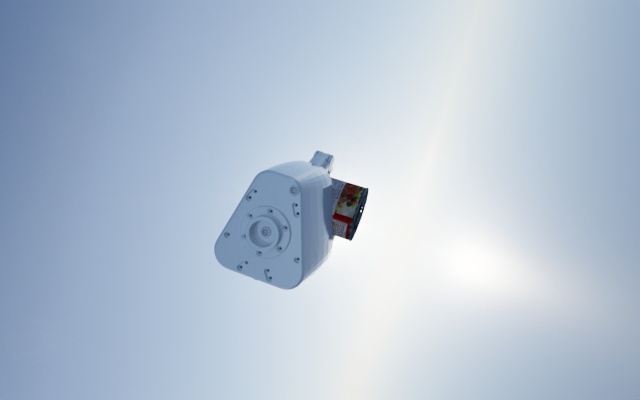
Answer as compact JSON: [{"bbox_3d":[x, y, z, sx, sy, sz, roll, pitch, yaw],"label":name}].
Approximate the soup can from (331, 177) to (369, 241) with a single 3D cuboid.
[{"bbox_3d":[0.000,0.002,0.582,0.102,0.068,0.068,18,3,11],"label":"soup can"}]
